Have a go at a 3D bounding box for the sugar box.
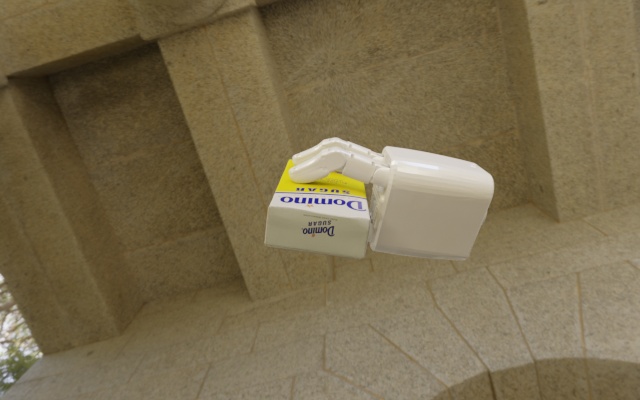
[{"bbox_3d":[0.000,0.001,0.501,0.093,0.048,0.176,8,16,-1],"label":"sugar box"}]
